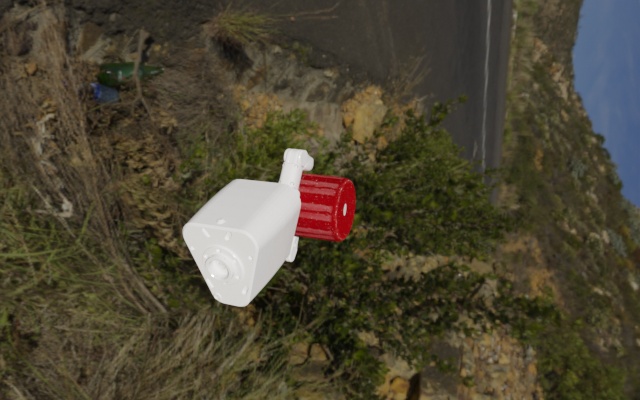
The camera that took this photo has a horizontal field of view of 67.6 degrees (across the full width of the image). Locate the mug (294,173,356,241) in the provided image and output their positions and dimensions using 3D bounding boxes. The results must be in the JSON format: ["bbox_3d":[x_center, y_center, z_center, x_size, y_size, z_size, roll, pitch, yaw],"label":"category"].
[{"bbox_3d":[0.001,0.001,0.627,0.081,0.093,0.117,7,32,21],"label":"mug"}]
